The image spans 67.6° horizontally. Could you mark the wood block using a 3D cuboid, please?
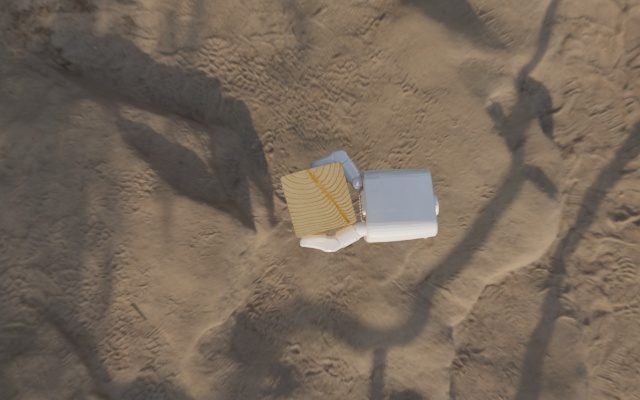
[{"bbox_3d":[0.000,0.002,0.763,0.090,0.091,0.206,-15,-3,1],"label":"wood block"}]
